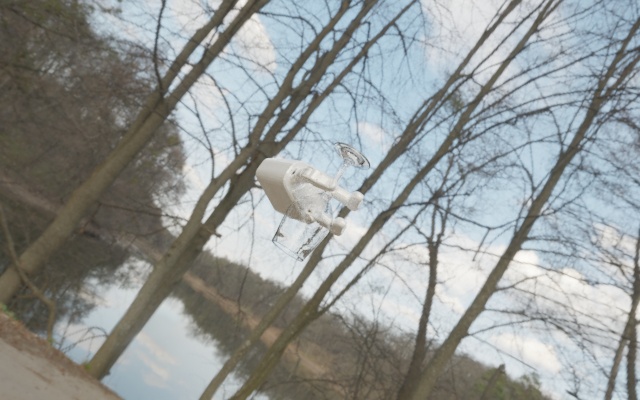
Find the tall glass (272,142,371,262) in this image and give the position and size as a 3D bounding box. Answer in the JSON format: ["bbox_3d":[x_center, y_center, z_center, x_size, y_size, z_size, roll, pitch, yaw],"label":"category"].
[{"bbox_3d":[0.001,0.002,0.797,0.079,0.201,0.079,32,-15,10],"label":"tall glass"}]
